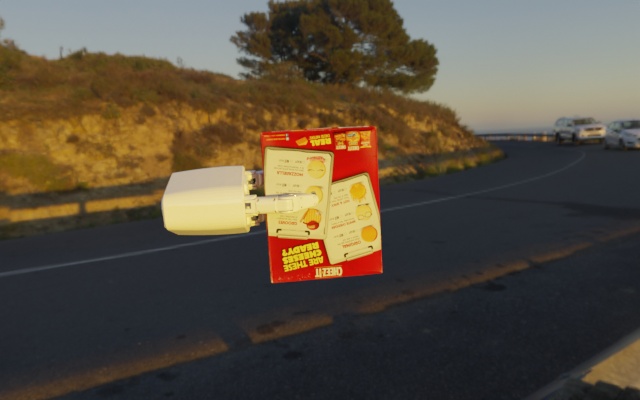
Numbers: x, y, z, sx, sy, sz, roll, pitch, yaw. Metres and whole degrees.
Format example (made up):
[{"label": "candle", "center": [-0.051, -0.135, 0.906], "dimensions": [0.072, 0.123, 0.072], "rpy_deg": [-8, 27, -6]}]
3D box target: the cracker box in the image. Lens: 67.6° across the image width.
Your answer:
[{"label": "cracker box", "center": [0.000, 0.002, 0.699], "dimensions": [0.164, 0.214, 0.072], "rpy_deg": [-4, 9, -5]}]
